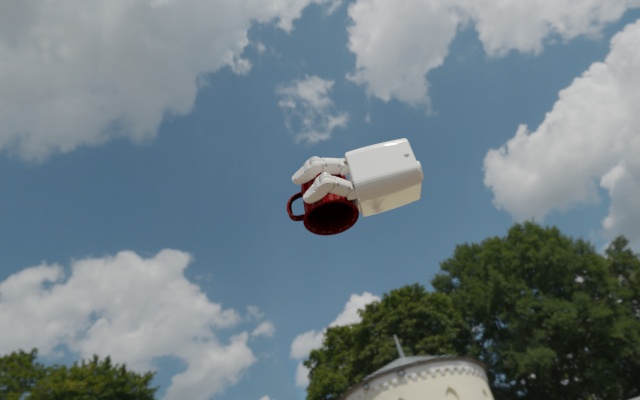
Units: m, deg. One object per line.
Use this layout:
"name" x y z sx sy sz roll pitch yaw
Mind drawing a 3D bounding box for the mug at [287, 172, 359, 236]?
"mug" -0.001 0.003 0.808 0.117 0.081 0.093 -14 -39 3
